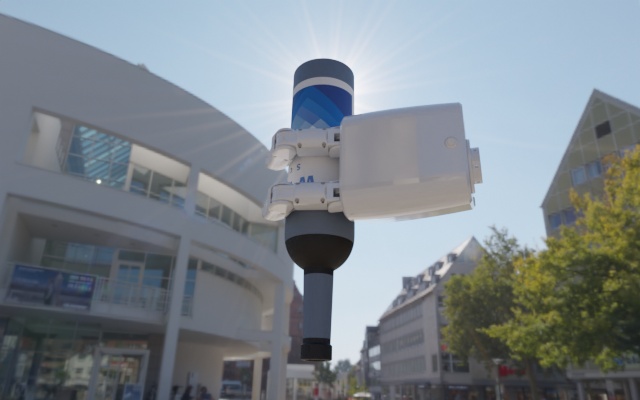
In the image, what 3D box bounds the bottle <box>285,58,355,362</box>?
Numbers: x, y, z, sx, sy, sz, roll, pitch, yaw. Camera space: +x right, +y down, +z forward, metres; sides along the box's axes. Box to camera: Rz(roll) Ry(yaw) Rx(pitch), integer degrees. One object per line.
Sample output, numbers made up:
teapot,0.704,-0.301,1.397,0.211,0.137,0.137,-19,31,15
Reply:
bottle,0.000,0.001,0.466,0.069,0.295,0.069,1,-22,1
